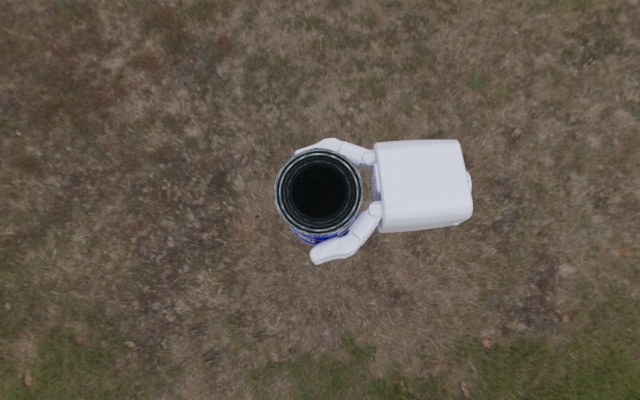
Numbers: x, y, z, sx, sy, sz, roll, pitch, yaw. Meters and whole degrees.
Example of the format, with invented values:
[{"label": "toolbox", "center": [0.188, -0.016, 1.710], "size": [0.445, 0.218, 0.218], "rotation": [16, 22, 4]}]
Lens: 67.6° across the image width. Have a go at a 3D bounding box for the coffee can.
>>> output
[{"label": "coffee can", "center": [0.000, 0.002, 0.608], "size": [0.103, 0.102, 0.140], "rotation": [0, -10, 2]}]
